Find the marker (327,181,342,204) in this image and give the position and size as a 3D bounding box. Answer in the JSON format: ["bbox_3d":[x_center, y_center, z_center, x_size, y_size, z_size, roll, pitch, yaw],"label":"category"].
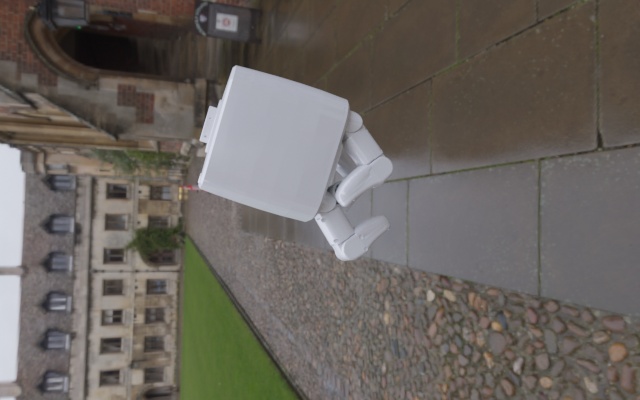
[{"bbox_3d":[0.000,0.002,0.487,0.020,0.020,0.121,0,-10,-19],"label":"marker"}]
